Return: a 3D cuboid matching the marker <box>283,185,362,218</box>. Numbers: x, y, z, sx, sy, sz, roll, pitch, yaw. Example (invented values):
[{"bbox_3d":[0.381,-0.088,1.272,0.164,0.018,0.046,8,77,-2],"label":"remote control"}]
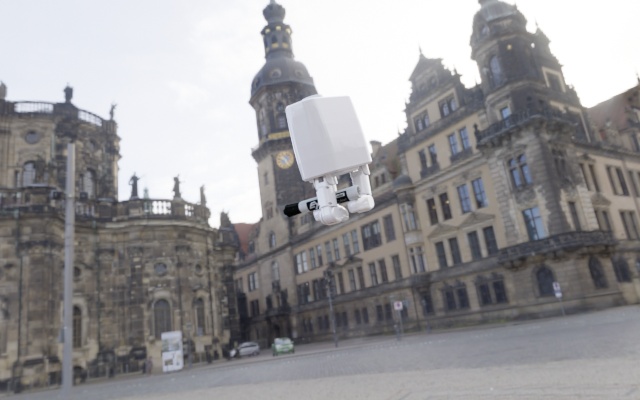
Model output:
[{"bbox_3d":[0.000,0.002,0.676,0.121,0.020,0.020,-16,-7,25],"label":"marker"}]
